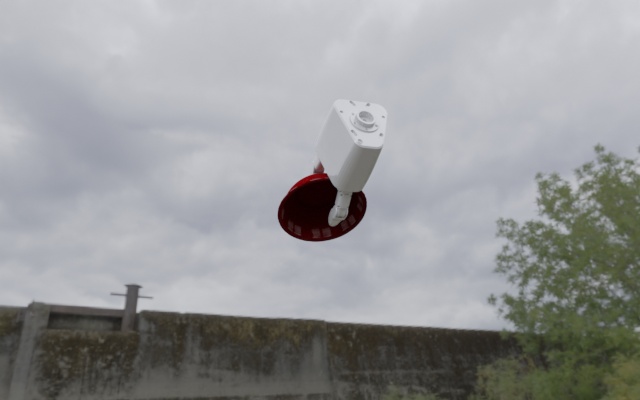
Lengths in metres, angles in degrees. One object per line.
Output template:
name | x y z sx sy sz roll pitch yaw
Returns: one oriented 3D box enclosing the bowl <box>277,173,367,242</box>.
bowl | -0.001 0.003 0.869 0.162 0.162 0.055 0 43 -13
